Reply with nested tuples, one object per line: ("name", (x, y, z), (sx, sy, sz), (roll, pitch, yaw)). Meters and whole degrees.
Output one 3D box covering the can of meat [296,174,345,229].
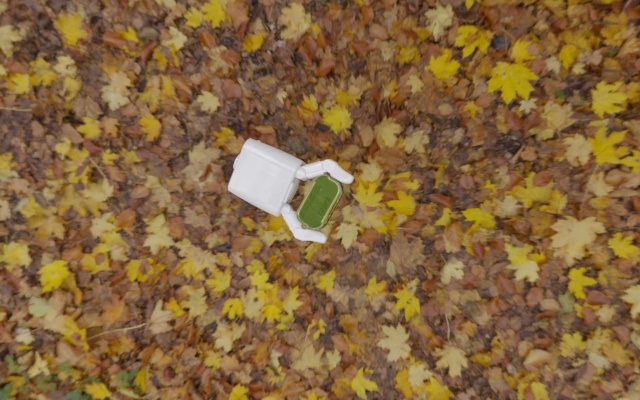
("can of meat", (0.000, 0.003, 0.867), (0.057, 0.102, 0.084), (29, 2, 5))
